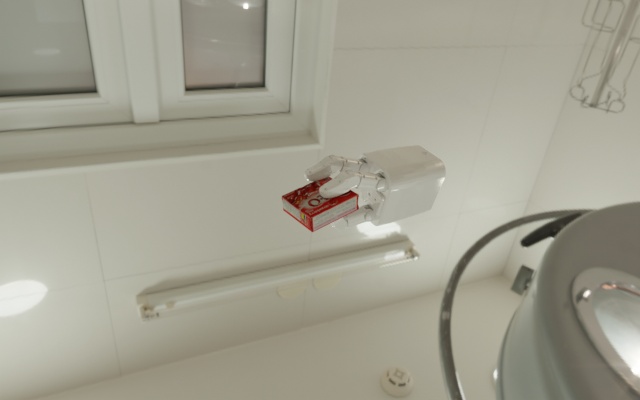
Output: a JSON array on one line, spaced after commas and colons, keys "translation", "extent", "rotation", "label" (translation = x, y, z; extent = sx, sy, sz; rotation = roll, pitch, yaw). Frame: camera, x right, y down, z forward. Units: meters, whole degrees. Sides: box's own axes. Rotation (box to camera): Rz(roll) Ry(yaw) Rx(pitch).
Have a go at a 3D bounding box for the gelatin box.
[{"translation": [0.000, 0.003, 0.696], "extent": [0.089, 0.030, 0.073], "rotation": [-26, 40, -29], "label": "gelatin box"}]
